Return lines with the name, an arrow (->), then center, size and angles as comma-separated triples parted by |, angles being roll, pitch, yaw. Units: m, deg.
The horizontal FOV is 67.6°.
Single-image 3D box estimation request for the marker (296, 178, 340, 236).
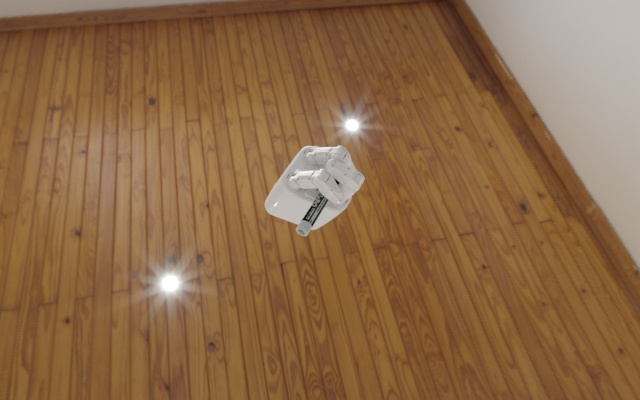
marker -> 0.000, 0.002, 0.713 | 0.020, 0.121, 0.020 | 22, -33, 16
